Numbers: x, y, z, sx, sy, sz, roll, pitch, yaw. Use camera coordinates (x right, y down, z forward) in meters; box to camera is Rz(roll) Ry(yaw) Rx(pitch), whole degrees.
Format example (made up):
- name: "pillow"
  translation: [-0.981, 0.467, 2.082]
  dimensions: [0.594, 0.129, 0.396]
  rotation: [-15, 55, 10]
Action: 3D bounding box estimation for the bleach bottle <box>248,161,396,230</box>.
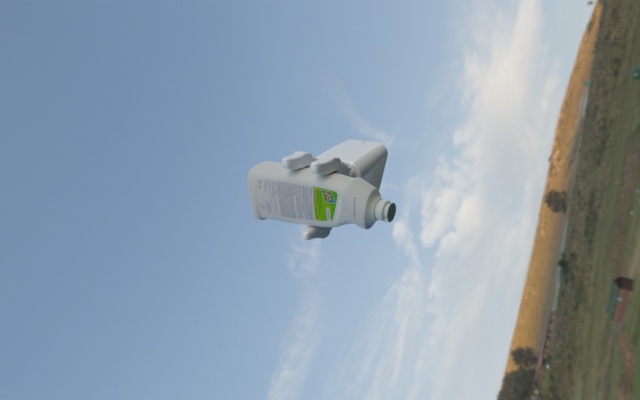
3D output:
- name: "bleach bottle"
  translation: [0.000, 0.002, 0.751]
  dimensions: [0.251, 0.103, 0.068]
  rotation: [12, 32, 33]
